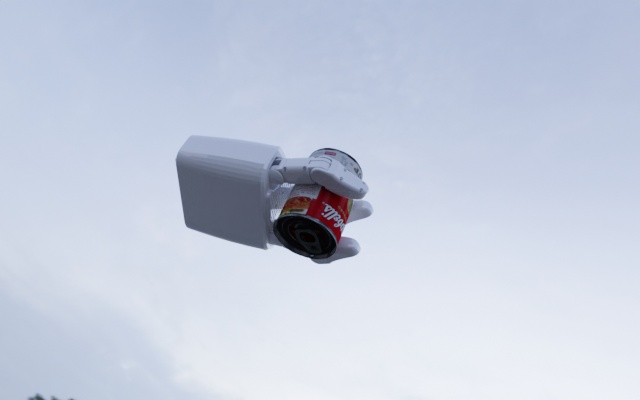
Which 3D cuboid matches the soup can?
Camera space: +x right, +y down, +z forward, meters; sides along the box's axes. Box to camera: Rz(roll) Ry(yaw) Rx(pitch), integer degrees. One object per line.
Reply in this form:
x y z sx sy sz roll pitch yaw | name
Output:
0.001 0.001 0.506 0.068 0.102 0.069 14 -40 12 | soup can
